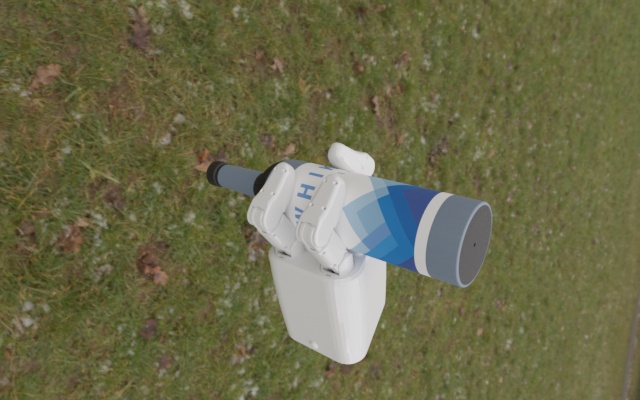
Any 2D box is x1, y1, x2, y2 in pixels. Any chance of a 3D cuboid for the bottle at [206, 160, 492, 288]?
[{"bbox_3d":[0.000,0.001,0.440,0.295,0.069,0.069,15,9,35],"label":"bottle"}]
